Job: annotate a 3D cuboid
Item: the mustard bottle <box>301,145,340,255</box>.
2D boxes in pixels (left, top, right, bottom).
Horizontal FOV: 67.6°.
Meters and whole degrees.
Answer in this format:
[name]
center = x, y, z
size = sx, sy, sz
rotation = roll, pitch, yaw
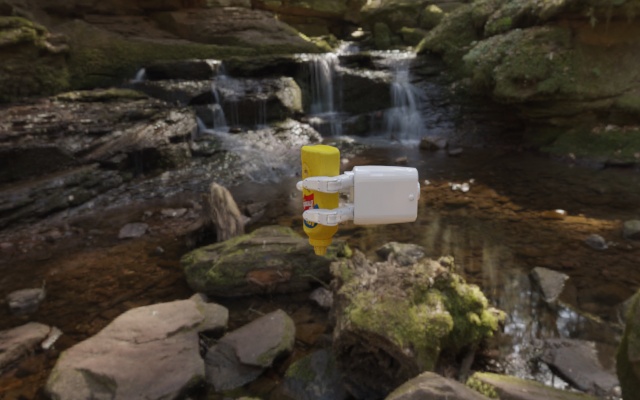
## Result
[mustard bottle]
center = 0.000, 0.002, 0.834
size = 0.058, 0.192, 0.096
rotation = -7, 15, -23
